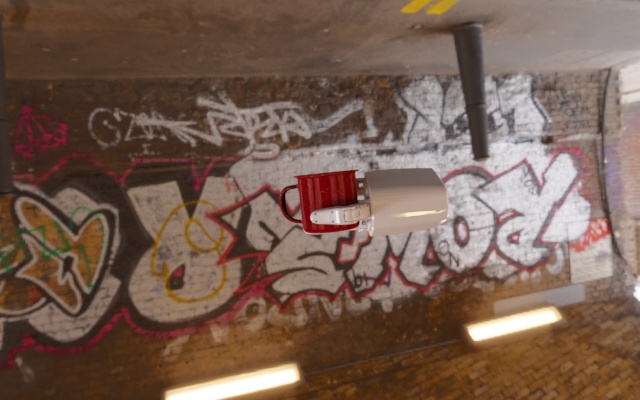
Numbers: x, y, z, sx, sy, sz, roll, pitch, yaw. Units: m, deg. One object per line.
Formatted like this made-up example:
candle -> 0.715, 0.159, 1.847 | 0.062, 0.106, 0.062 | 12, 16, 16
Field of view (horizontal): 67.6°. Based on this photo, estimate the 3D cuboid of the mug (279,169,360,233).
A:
mug -> -0.001, 0.003, 0.676 | 0.117, 0.081, 0.093 | -6, 3, 3
